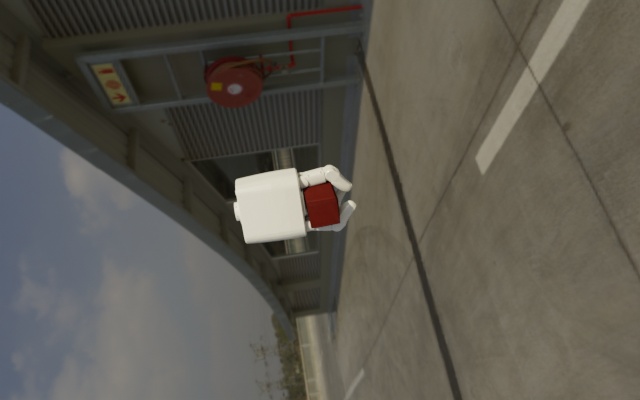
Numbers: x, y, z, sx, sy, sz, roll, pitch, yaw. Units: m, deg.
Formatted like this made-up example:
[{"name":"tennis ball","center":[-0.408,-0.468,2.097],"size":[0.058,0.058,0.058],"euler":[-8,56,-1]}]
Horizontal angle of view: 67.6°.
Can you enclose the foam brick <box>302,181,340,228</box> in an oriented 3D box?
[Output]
[{"name":"foam brick","center":[0.000,0.003,0.811],"size":[0.051,0.053,0.078],"euler":[-10,31,-4]}]
